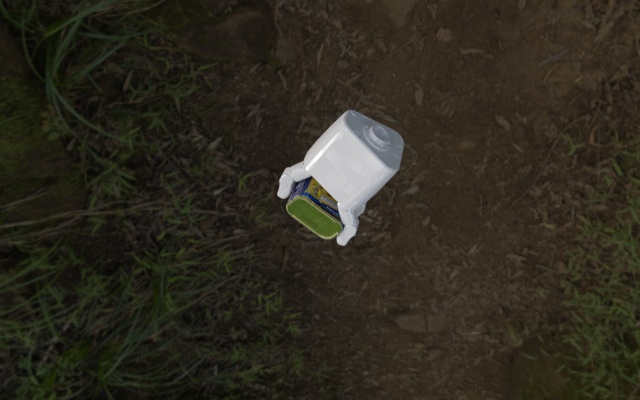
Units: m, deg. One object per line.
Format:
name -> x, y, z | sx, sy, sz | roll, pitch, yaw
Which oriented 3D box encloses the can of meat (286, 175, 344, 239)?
can of meat -> 0.000, 0.003, 0.787 | 0.102, 0.084, 0.057 | 37, -48, -15
